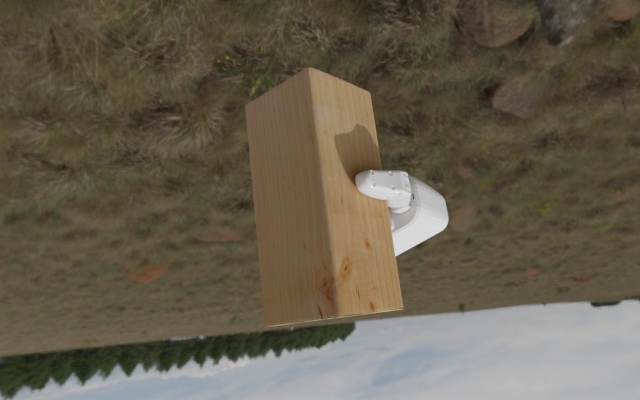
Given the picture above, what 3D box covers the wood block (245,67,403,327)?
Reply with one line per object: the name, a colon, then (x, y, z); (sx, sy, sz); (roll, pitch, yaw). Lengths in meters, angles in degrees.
wood block: (0.001, 0.002, 0.433); (0.091, 0.206, 0.090); (-19, -18, 40)
